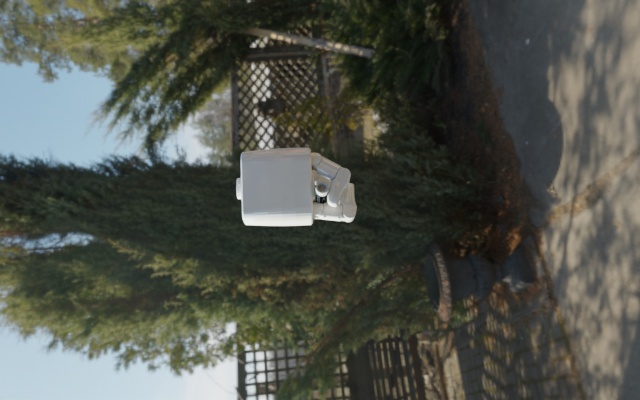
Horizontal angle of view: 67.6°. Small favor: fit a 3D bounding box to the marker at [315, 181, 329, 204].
[{"bbox_3d":[0.000,0.002,0.743,0.020,0.020,0.121,0,-21,-2],"label":"marker"}]
